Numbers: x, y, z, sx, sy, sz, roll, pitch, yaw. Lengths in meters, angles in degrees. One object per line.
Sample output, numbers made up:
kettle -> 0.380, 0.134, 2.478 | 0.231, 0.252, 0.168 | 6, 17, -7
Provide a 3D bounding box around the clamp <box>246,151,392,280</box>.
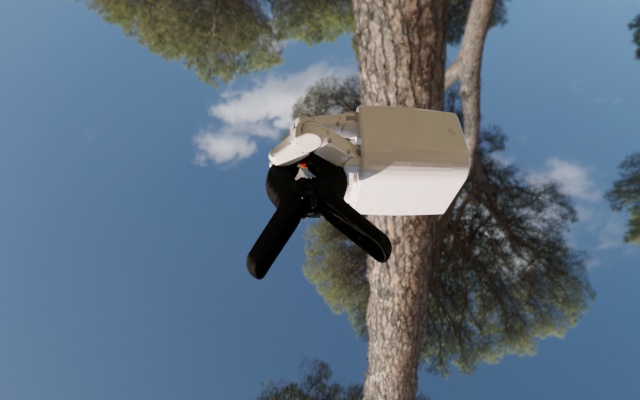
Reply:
clamp -> 0.000, 0.002, 0.444 | 0.120, 0.171, 0.039 | 3, -45, -2
